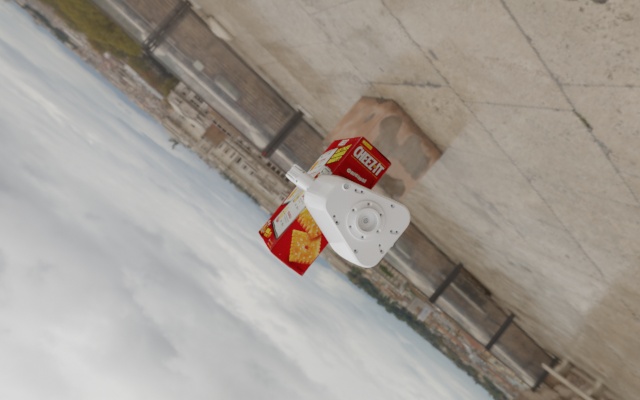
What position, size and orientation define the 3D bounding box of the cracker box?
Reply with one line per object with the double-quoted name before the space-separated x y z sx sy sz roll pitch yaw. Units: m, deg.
"cracker box" 0.000 0.003 0.762 0.072 0.213 0.164 41 -4 -13
